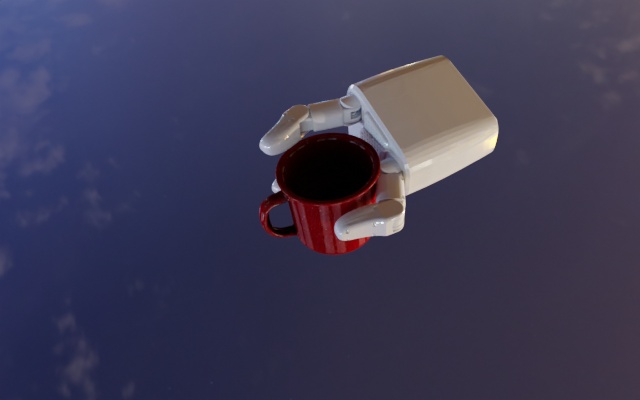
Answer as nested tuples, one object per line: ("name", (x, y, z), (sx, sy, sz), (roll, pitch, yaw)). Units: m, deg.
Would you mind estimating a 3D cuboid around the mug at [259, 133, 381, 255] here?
("mug", (-0.001, 0.002, 0.446), (0.117, 0.082, 0.093), (-23, 48, -13))
